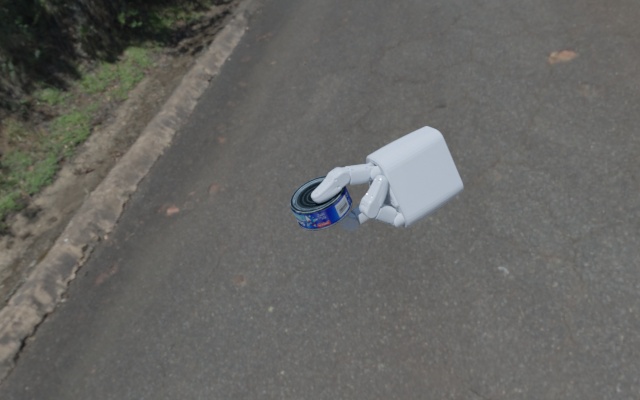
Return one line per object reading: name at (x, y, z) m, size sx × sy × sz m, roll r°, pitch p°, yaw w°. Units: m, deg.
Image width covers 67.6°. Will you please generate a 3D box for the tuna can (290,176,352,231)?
tuna can at (0.000, 0.002, 0.685) m, size 0.086 × 0.034 × 0.086 m, roll -17°, pitch 34°, yaw 12°
